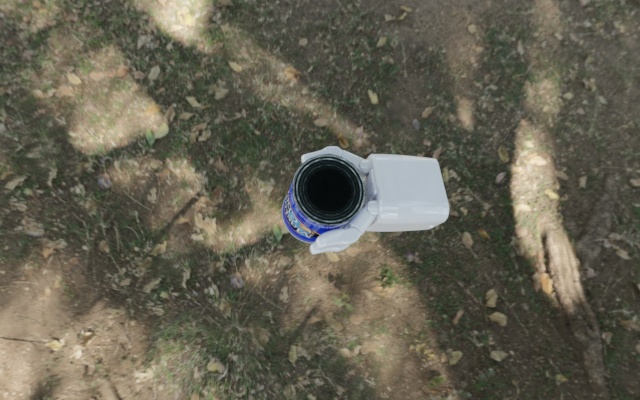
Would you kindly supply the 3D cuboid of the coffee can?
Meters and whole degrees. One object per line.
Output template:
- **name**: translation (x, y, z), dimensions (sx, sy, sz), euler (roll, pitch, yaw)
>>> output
- **coffee can**: translation (0.000, 0.002, 0.712), dimensions (0.103, 0.102, 0.140), euler (0, -14, -10)
